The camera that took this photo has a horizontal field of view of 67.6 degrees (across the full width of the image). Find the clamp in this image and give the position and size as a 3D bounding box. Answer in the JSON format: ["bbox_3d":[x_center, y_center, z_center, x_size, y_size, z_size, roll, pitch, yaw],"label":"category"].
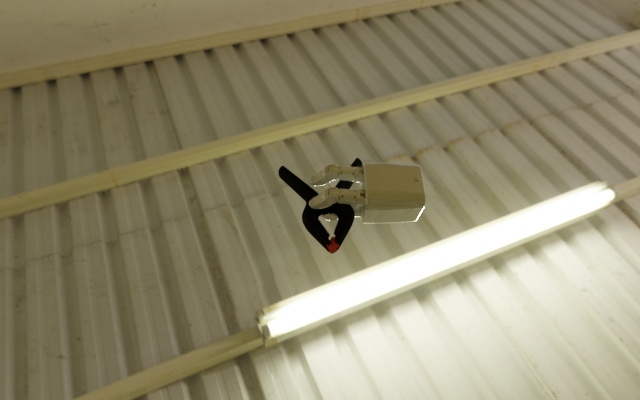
[{"bbox_3d":[0.000,0.004,0.884,0.164,0.209,0.036,-2,-38,2],"label":"clamp"}]
